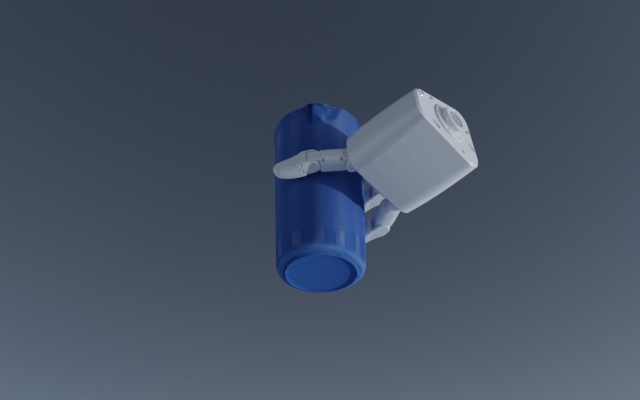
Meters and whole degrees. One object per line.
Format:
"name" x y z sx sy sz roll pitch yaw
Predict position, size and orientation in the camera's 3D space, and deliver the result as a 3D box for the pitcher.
"pitcher" 0.000 0.002 0.651 0.149 0.242 0.145 31 -49 -33
